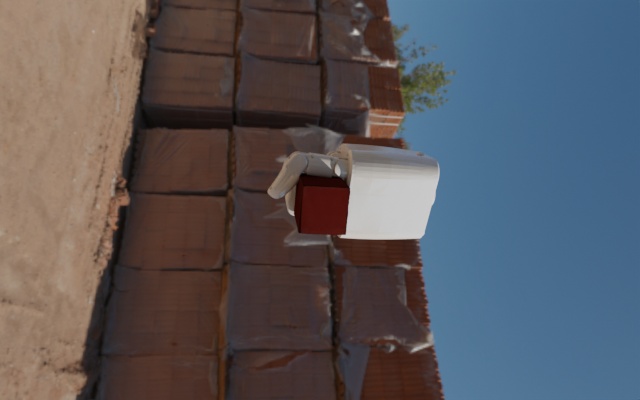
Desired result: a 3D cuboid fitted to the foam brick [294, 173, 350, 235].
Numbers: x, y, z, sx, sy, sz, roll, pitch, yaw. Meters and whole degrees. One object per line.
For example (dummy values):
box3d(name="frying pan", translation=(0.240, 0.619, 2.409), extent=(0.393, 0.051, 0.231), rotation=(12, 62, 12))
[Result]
box3d(name="foam brick", translation=(0.000, 0.002, 0.525), extent=(0.051, 0.053, 0.078), rotation=(4, 14, -7))
